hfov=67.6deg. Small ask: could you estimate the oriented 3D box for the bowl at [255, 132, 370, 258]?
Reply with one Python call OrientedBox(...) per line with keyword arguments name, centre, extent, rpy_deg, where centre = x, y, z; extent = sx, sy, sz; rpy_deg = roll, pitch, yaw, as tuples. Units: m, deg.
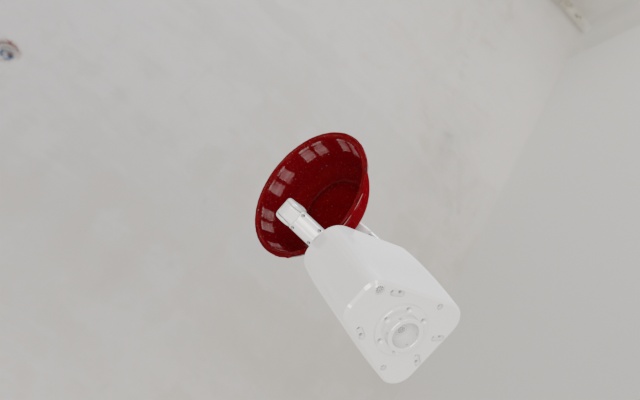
OrientedBox(name="bowl", centre=(0.000, 0.001, 0.559), extent=(0.162, 0.162, 0.055), rpy_deg=(0, -28, 43))
